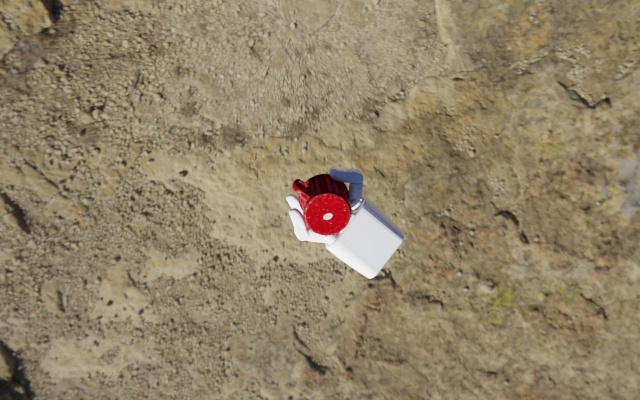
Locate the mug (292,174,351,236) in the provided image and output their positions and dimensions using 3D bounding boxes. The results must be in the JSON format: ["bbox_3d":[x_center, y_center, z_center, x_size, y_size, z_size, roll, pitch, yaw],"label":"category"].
[{"bbox_3d":[-0.001,0.002,0.827,0.117,0.093,0.081,38,14,-17],"label":"mug"}]
